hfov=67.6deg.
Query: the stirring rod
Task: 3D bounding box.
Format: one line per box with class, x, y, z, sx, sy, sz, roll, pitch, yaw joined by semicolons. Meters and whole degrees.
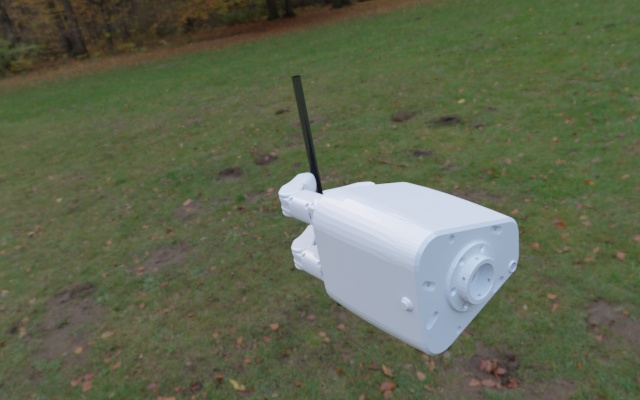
stirring rod;0.000;0.002;0.459;0.011;0.240;0.011;-9;24;4
